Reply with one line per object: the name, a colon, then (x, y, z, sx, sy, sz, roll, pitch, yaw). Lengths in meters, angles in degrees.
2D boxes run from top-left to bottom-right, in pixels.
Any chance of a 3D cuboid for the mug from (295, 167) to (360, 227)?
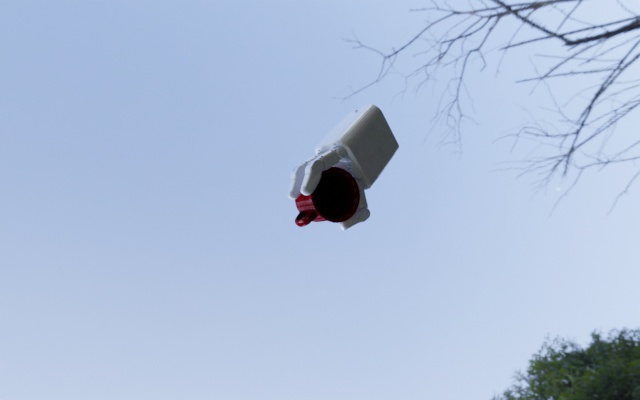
mug: (-0.001, 0.004, 0.814, 0.117, 0.093, 0.081, -49, 16, -23)
